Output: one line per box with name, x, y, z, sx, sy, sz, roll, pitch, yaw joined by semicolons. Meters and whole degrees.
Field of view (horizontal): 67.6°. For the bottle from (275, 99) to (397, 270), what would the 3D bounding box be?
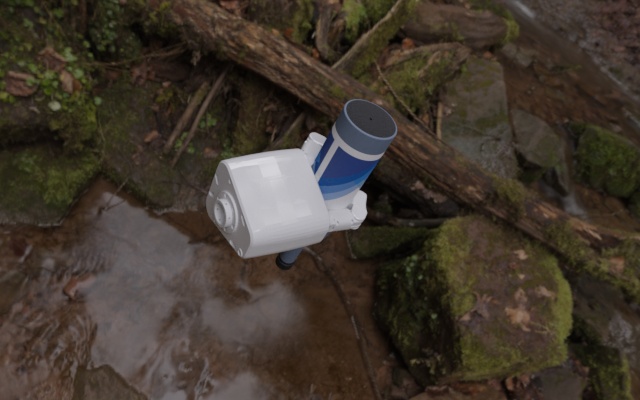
bottle;0.000;0.002;0.630;0.069;0.069;0.296;0;-39;-30
